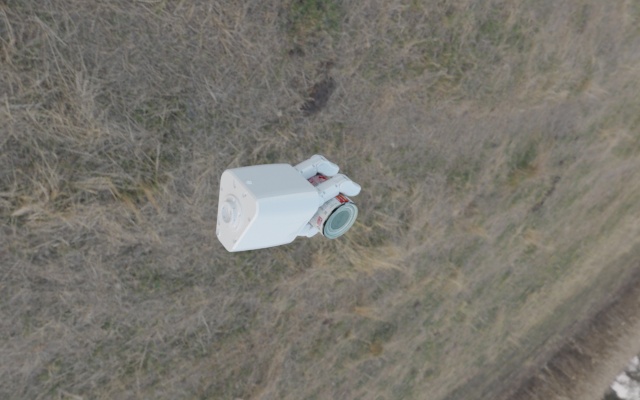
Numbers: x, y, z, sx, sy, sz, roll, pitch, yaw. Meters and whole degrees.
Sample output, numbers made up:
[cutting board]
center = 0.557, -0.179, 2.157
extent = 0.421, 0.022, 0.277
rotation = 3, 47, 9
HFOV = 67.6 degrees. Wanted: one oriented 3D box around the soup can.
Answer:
[soup can]
center = 0.001, 0.003, 0.734
extent = 0.068, 0.068, 0.102
rotation = 0, 34, -47
